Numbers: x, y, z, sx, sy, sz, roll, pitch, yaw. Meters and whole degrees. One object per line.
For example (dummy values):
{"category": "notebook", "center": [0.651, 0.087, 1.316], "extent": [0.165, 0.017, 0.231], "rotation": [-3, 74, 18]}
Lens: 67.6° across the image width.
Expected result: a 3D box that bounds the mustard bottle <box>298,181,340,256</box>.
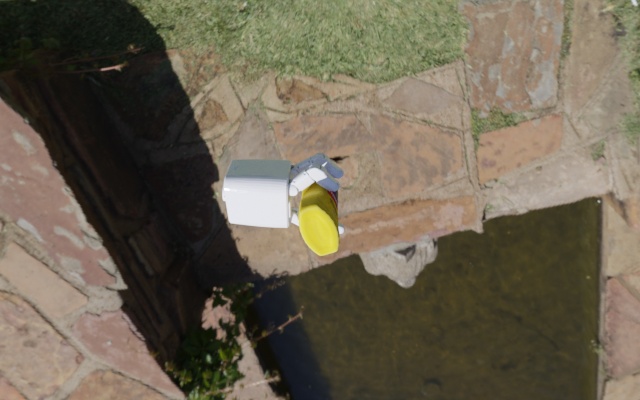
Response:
{"category": "mustard bottle", "center": [0.000, 0.003, 0.824], "extent": [0.058, 0.096, 0.191], "rotation": [-19, 28, 12]}
